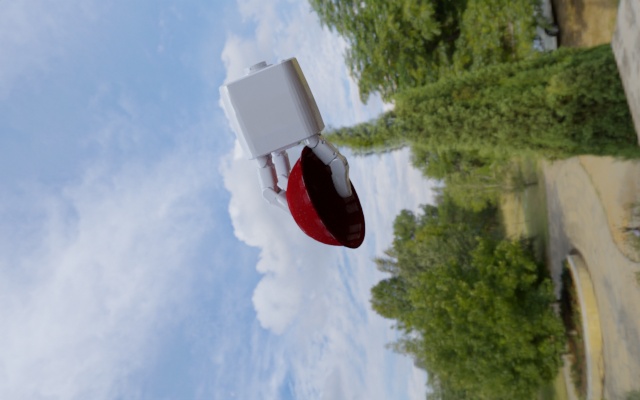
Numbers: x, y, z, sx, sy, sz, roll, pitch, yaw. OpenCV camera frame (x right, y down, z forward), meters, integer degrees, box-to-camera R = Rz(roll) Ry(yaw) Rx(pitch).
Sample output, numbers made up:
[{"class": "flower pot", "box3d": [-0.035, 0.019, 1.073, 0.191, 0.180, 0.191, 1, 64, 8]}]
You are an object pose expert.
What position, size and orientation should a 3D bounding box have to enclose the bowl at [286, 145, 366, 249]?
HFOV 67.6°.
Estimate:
[{"class": "bowl", "box3d": [0.000, 0.004, 0.681, 0.055, 0.162, 0.162, -27, -12, 25]}]
